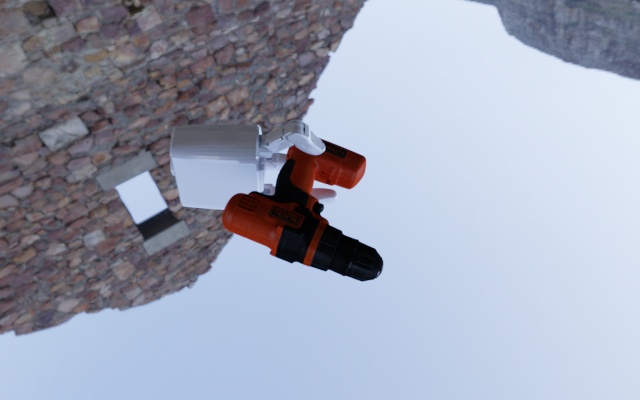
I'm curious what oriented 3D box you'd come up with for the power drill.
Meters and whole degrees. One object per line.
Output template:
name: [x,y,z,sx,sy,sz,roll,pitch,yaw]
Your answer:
power drill: [0.000,0.002,0.573,0.184,0.057,0.187,23,39,2]
